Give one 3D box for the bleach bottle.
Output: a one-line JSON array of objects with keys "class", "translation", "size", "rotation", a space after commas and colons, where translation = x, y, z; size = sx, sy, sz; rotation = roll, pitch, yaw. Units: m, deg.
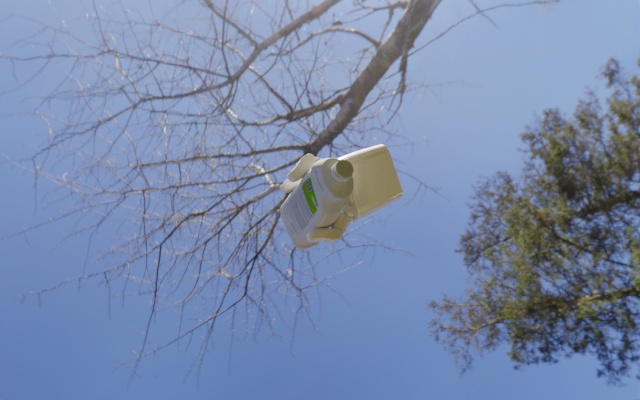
[{"class": "bleach bottle", "translation": [0.000, 0.003, 0.807], "size": [0.068, 0.102, 0.251], "rotation": [-21, -11, -25]}]
